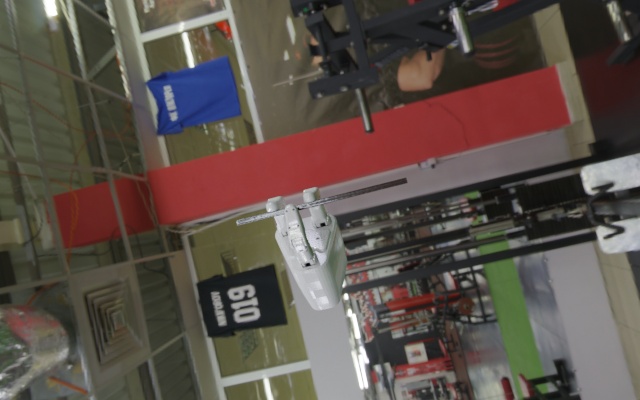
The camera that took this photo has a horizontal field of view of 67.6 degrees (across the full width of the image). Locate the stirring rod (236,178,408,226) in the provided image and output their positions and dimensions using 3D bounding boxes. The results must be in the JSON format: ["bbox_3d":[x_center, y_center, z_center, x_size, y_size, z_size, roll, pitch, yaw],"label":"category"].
[{"bbox_3d":[0.000,0.002,0.654,0.239,0.011,0.011,-14,-2,6],"label":"stirring rod"}]
